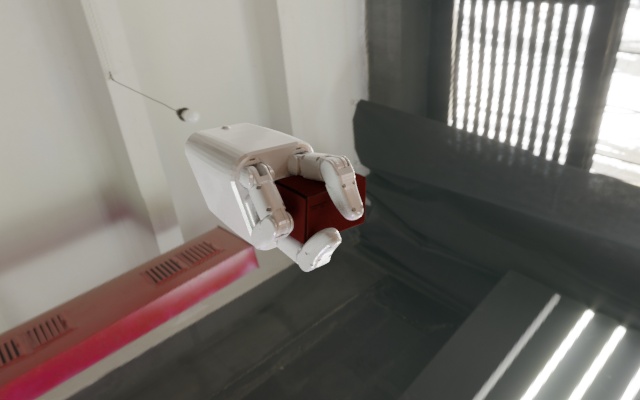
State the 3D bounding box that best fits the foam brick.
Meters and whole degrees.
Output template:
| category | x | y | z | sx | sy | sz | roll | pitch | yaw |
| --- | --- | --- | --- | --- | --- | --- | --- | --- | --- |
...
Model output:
| category | x | y | z | sx | sy | sz | roll | pitch | yaw |
| --- | --- | --- | --- | --- | --- | --- | --- | --- | --- |
| foam brick | 0.000 | 0.002 | 0.473 | 0.078 | 0.053 | 0.051 | -18 | 31 | -37 |
